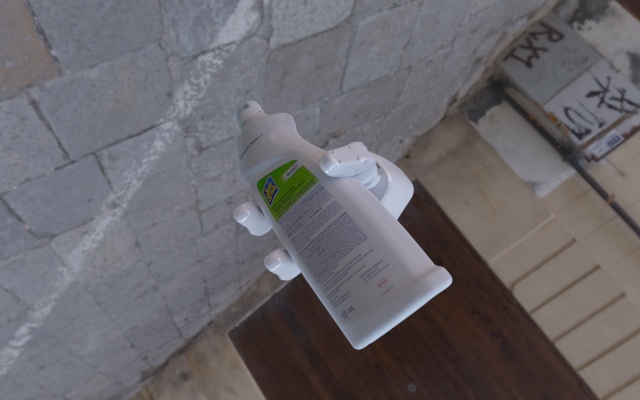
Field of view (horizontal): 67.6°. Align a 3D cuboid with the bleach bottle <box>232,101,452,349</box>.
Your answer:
[{"bbox_3d":[0.000,0.002,0.436,0.102,0.250,0.068,-42,-19,18],"label":"bleach bottle"}]
